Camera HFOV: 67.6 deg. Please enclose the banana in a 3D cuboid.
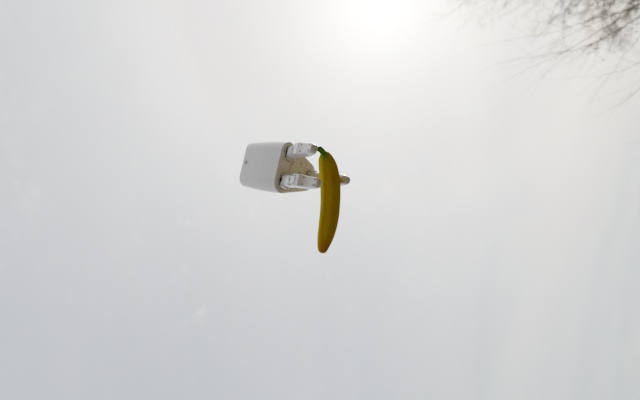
[{"bbox_3d":[0.011,-0.005,0.876,0.037,0.198,0.069,7,17,35],"label":"banana"}]
